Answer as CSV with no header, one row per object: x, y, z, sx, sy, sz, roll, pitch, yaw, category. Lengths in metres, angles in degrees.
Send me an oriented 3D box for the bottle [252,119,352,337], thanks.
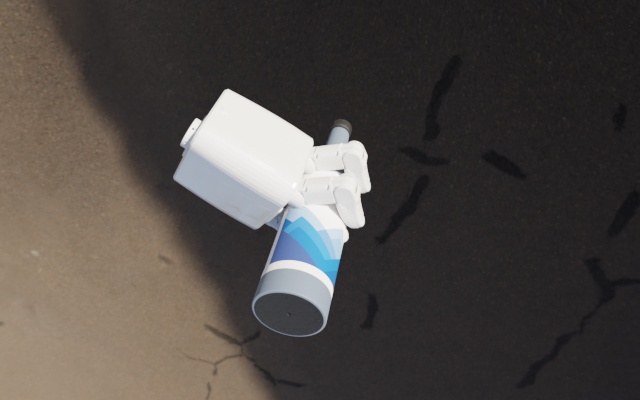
0.000,0.002,0.517,0.069,0.069,0.295,0,41,14,bottle
